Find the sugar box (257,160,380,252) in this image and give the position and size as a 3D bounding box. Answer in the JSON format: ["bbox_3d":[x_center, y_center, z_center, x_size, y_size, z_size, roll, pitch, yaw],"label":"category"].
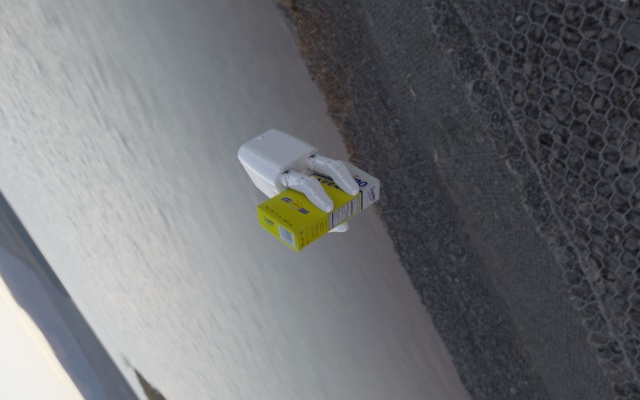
[{"bbox_3d":[0.000,0.002,0.739,0.176,0.048,0.093,-34,48,-29],"label":"sugar box"}]
